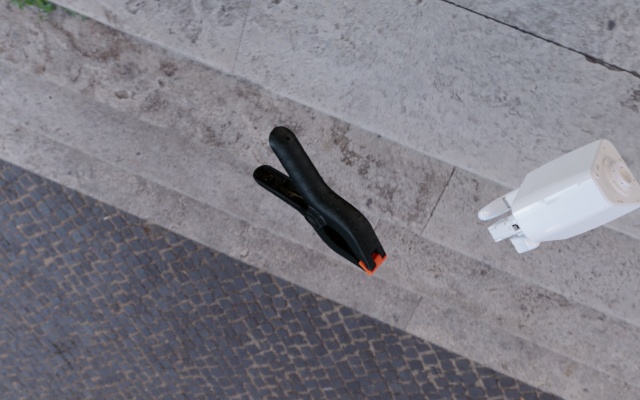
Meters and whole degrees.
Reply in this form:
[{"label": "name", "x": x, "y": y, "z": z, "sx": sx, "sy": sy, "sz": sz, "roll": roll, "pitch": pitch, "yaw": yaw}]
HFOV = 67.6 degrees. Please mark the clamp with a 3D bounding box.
[{"label": "clamp", "x": 0.000, "y": 0.002, "z": 0.472, "sx": 0.171, "sy": 0.039, "sz": 0.120, "roll": 39, "pitch": -17, "yaw": 7}]
